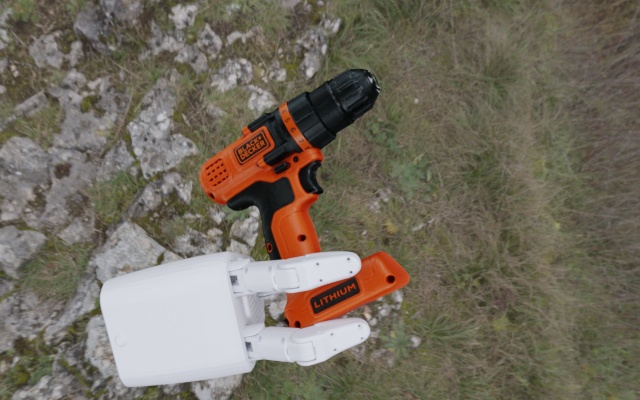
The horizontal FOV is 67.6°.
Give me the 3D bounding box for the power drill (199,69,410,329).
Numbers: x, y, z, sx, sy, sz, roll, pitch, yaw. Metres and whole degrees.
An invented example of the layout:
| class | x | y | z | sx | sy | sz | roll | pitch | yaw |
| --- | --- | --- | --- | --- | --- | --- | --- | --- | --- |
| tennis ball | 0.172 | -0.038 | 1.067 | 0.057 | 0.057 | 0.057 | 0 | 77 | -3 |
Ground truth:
| class | x | y | z | sx | sy | sz | roll | pitch | yaw |
| --- | --- | --- | --- | --- | --- | --- | --- | --- | --- |
| power drill | 0.000 | 0.002 | 0.409 | 0.184 | 0.187 | 0.057 | -31 | -18 | 17 |
